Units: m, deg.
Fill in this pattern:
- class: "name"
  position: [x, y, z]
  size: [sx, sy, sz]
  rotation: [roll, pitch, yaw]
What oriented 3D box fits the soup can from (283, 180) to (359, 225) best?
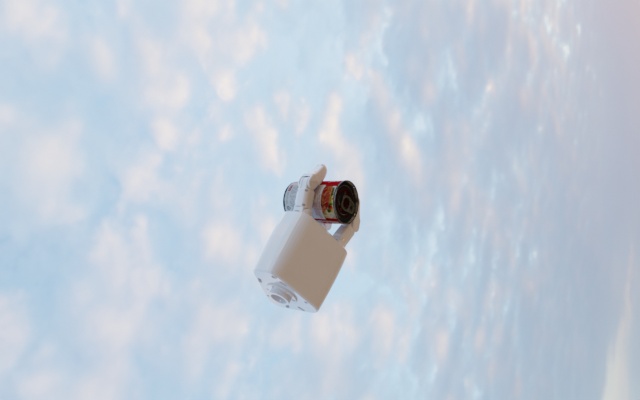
- class: "soup can"
  position: [0.000, 0.002, 0.753]
  size: [0.102, 0.068, 0.068]
  rotation: [1, 0, 36]
